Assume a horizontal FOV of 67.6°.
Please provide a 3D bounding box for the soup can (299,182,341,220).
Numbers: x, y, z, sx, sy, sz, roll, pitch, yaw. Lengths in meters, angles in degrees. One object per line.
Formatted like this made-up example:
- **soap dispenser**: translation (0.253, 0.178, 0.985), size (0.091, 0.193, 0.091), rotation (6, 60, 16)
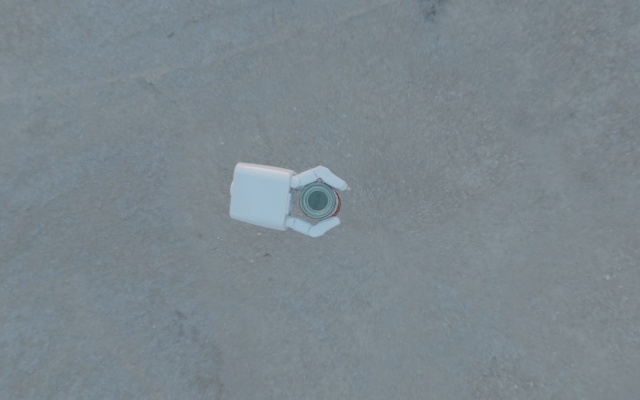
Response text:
- **soup can**: translation (0.001, 0.003, 0.892), size (0.068, 0.068, 0.102), rotation (0, -4, 7)
